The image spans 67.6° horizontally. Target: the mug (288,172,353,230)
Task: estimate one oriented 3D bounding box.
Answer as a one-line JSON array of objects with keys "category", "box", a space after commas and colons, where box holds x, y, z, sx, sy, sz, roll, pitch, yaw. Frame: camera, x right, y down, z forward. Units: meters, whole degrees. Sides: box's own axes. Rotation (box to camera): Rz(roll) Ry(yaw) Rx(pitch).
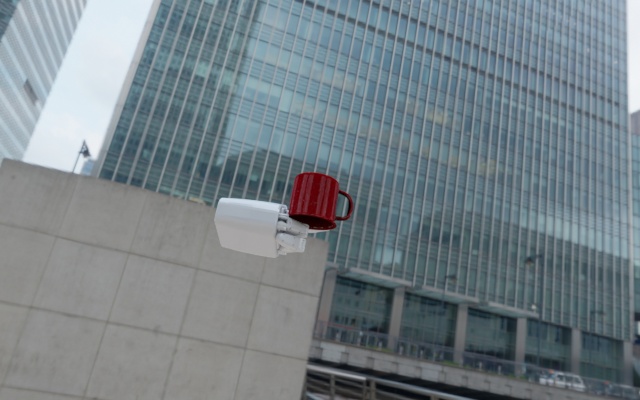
[{"category": "mug", "box": [0.002, 0.003, 0.846, 0.117, 0.081, 0.093, 8, -18, 2]}]
